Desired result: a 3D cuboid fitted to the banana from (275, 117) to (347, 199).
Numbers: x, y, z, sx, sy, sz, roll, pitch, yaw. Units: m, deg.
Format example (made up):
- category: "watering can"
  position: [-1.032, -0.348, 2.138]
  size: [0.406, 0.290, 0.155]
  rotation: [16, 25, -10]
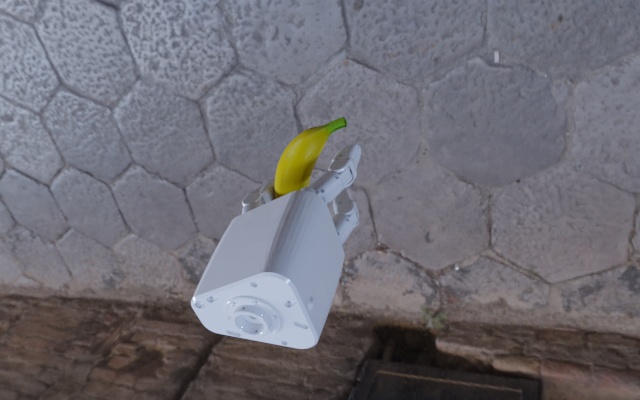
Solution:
- category: "banana"
  position: [-0.018, -0.003, 0.538]
  size: [0.069, 0.198, 0.037]
  rotation: [8, 38, -1]
